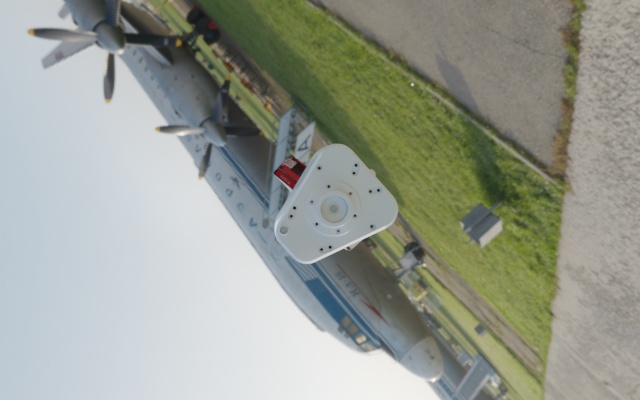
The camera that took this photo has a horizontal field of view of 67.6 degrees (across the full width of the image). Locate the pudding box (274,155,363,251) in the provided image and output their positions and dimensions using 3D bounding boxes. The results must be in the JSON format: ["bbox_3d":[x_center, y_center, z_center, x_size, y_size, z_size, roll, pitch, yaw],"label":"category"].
[{"bbox_3d":[0.000,0.002,0.593,0.113,0.039,0.090,50,-4,-30],"label":"pudding box"}]
